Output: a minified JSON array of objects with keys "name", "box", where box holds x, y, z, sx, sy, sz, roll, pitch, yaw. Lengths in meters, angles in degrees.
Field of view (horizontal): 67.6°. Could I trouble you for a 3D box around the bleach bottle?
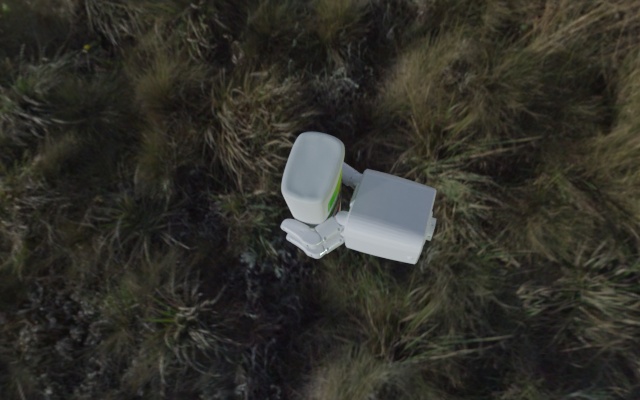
[{"name":"bleach bottle","box":[0.000,0.002,0.708,0.068,0.102,0.251,15,-18,11]}]
